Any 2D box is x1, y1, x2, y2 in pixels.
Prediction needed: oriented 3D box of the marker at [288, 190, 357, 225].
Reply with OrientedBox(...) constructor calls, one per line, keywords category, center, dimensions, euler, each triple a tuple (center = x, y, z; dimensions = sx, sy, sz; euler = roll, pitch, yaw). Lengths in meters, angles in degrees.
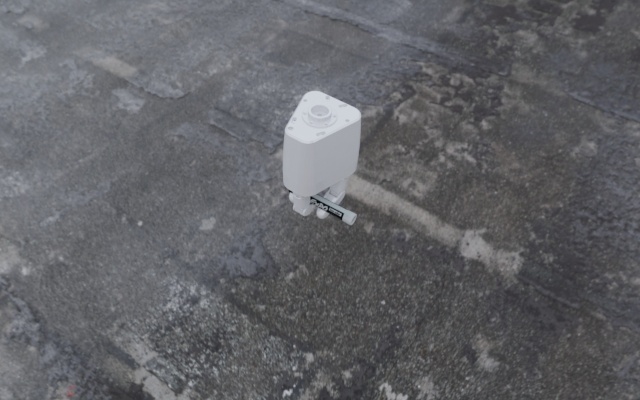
OrientedBox(category="marker", center=(0.000, 0.002, 0.741), dimensions=(0.121, 0.020, 0.020), euler=(28, 10, 19))
